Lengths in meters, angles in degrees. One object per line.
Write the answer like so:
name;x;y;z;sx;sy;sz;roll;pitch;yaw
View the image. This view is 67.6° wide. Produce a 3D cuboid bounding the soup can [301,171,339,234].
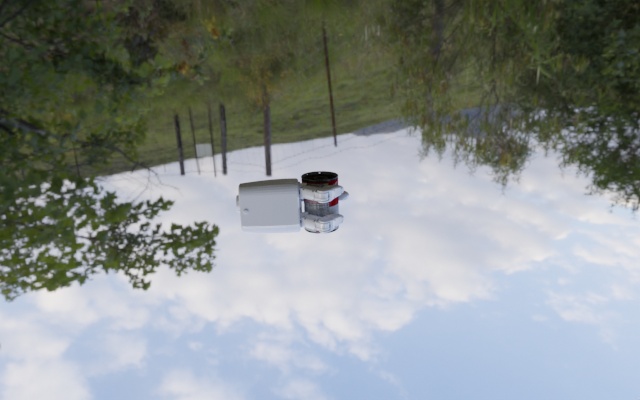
soup can;0.001;0.003;0.883;0.068;0.102;0.068;-2;17;1
